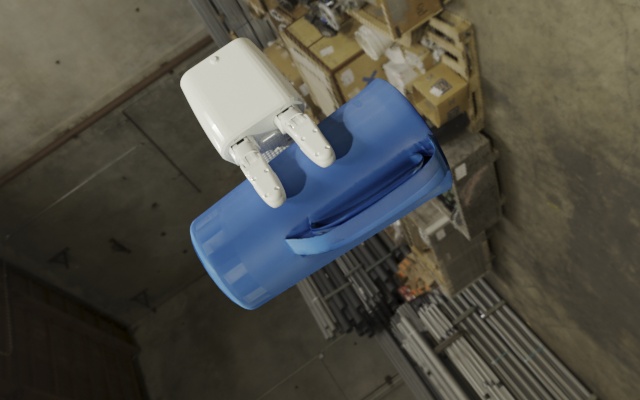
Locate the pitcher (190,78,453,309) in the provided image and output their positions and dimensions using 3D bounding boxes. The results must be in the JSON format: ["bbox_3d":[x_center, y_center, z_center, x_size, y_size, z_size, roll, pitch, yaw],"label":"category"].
[{"bbox_3d":[0.000,0.001,0.468,0.243,0.145,0.149,-35,-22,-2],"label":"pitcher"}]
